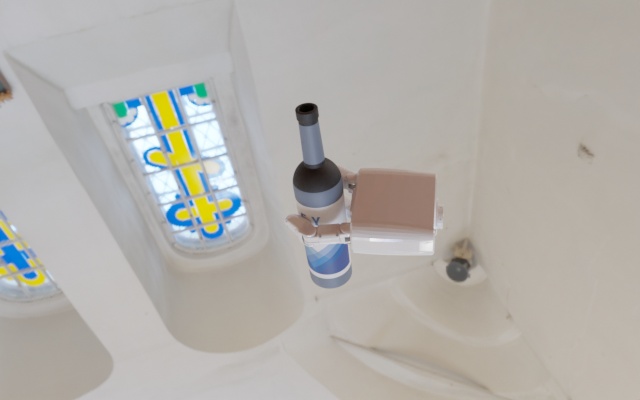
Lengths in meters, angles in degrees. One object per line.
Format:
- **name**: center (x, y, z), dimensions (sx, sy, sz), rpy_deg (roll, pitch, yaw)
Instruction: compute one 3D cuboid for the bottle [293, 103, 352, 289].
- **bottle**: center (0.000, 0.002, 0.658), dimensions (0.069, 0.296, 0.069), rpy_deg (-5, 40, 4)
